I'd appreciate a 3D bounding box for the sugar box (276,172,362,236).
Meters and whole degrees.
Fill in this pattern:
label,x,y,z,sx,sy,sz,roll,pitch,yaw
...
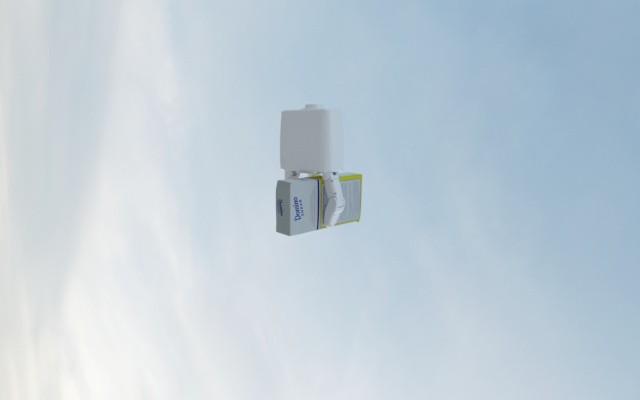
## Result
label,x,y,z,sx,sy,sz,roll,pitch,yaw
sugar box,0.000,0.003,0.851,0.176,0.093,0.048,-7,14,-40
